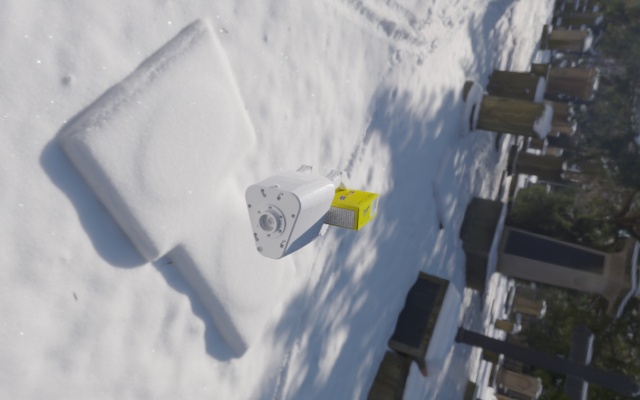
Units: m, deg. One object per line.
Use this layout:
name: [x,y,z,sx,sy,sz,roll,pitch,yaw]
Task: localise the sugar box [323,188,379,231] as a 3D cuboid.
sugar box: [0.000,0.002,0.807,0.176,0.048,0.093,13,20,23]
